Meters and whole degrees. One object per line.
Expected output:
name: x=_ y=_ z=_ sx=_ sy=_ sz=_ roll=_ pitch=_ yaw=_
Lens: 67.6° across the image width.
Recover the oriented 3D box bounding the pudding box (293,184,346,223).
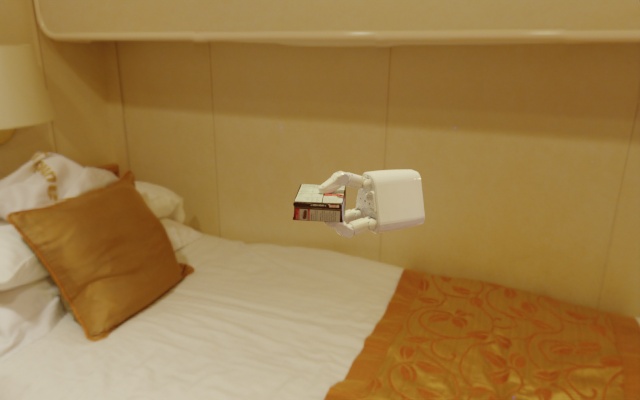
pudding box: x=0.000 y=0.003 z=0.879 sx=0.090 sy=0.039 sz=0.113 roll=2 pitch=18 yaw=5
